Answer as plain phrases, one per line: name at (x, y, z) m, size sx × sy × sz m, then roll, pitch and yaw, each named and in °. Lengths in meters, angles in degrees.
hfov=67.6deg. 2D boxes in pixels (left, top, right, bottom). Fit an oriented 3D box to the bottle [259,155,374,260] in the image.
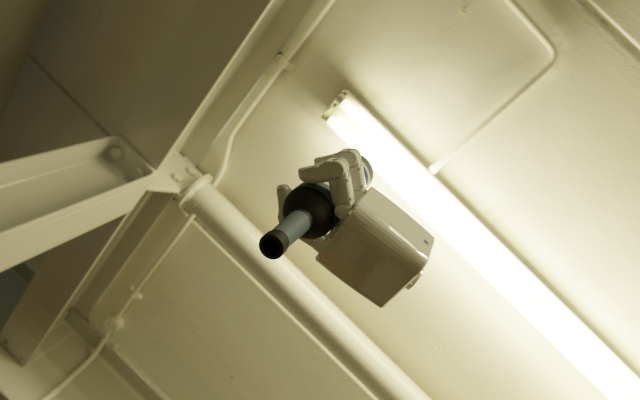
bottle at (0.000, 0.002, 0.601) m, size 0.069 × 0.069 × 0.295 m, roll 0°, pitch 17°, yaw 20°
